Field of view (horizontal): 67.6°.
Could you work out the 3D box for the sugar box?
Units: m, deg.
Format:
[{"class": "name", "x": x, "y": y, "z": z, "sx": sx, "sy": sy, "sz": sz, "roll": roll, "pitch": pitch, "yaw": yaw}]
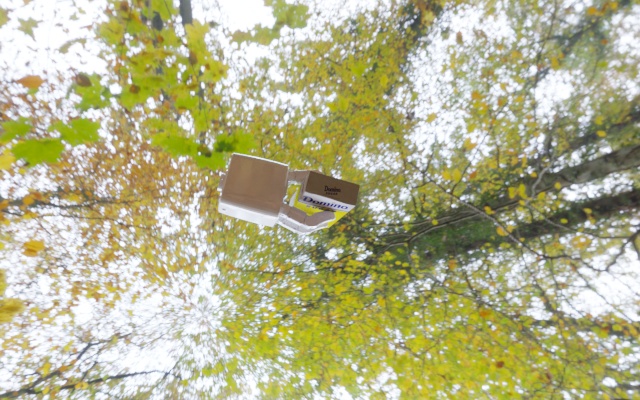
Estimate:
[{"class": "sugar box", "x": 0.000, "y": 0.003, "z": 0.881, "sx": 0.093, "sy": 0.048, "sz": 0.176, "roll": 16, "pitch": -16, "yaw": -9}]
